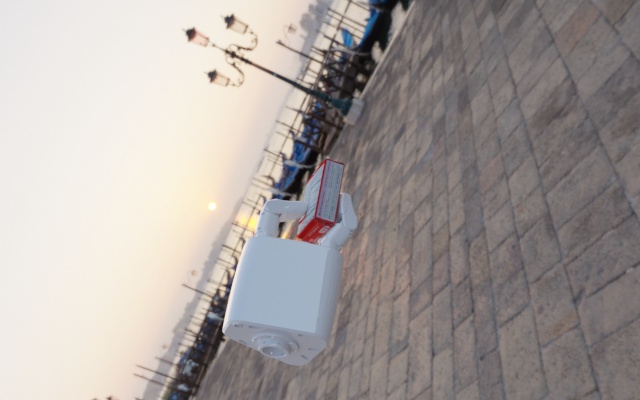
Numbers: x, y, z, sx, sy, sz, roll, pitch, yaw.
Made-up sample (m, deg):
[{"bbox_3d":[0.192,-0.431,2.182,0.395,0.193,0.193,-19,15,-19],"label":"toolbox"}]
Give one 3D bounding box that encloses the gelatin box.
[{"bbox_3d":[0.000,0.002,0.611,0.030,0.089,0.073,17,-27,-14],"label":"gelatin box"}]
